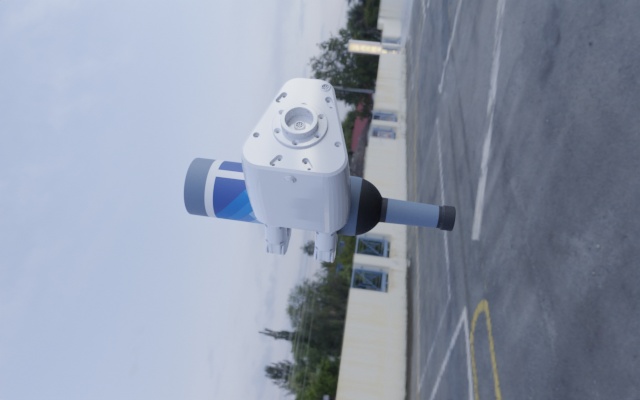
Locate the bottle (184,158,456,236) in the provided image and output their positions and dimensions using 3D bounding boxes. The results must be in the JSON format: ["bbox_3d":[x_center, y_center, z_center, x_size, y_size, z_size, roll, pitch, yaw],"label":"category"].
[{"bbox_3d":[0.000,0.002,0.537,0.296,0.069,0.069,7,1,5],"label":"bottle"}]
